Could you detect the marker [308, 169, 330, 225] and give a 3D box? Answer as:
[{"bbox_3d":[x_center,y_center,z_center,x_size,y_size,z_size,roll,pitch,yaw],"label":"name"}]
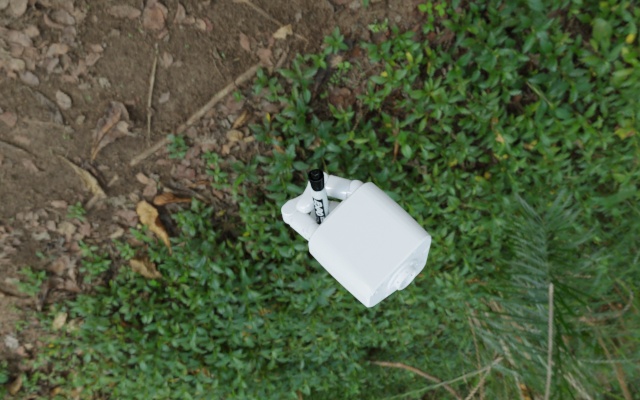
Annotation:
[{"bbox_3d":[0.000,0.002,0.580,0.020,0.020,0.121,0,-34,6],"label":"marker"}]
